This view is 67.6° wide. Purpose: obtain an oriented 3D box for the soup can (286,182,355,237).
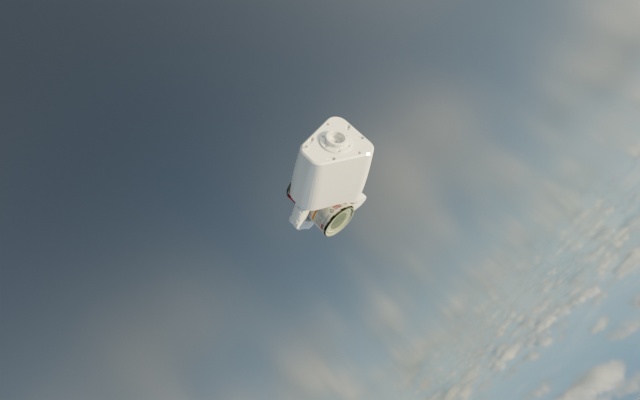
[{"bbox_3d":[0.000,0.003,0.807,0.102,0.068,0.068,45,22,23],"label":"soup can"}]
